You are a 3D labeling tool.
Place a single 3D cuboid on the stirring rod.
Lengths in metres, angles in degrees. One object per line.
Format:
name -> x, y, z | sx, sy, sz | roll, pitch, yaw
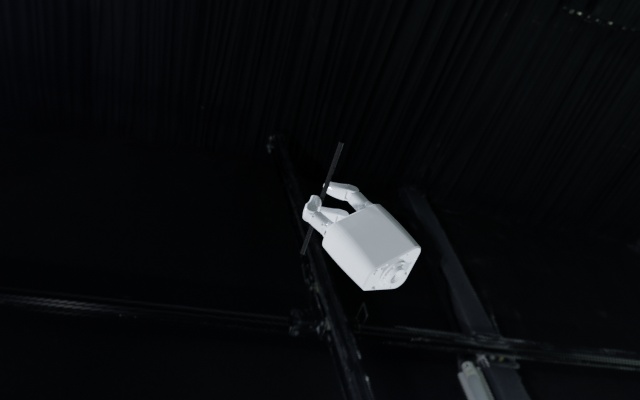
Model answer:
stirring rod -> 0.000, 0.003, 0.819 | 0.011, 0.240, 0.011 | 13, 34, -9
